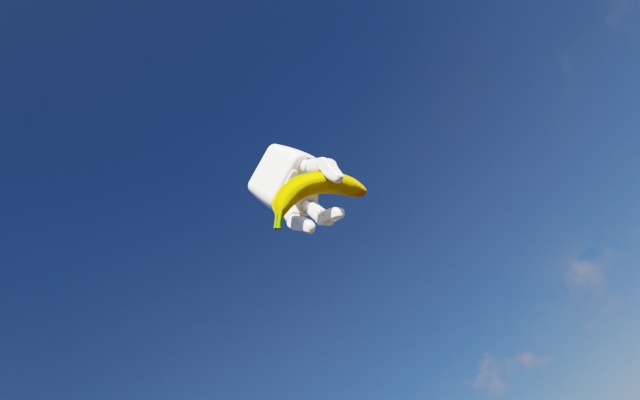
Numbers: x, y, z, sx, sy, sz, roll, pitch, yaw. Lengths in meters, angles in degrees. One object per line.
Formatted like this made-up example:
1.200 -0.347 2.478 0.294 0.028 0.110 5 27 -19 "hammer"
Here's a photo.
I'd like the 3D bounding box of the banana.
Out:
-0.007 -0.014 0.789 0.198 0.069 0.037 -21 10 -33 "banana"
